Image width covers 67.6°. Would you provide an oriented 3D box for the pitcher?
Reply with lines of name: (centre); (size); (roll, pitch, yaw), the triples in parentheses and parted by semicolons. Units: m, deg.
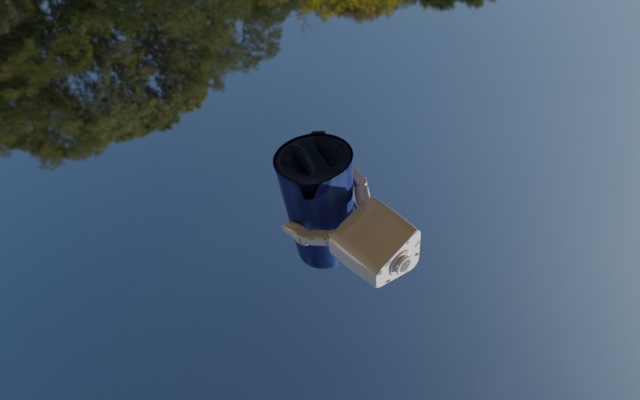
pitcher: (0.000, 0.003, 0.869); (0.149, 0.243, 0.145); (-34, 50, -26)
